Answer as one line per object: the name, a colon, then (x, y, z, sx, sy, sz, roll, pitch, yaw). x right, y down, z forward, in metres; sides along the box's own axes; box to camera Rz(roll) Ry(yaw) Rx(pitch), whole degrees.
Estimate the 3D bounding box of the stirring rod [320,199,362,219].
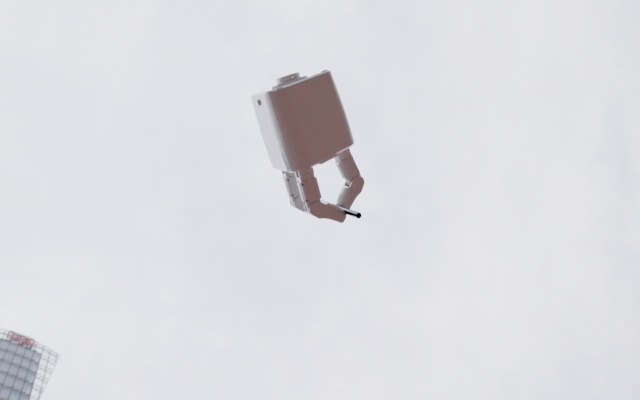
stirring rod: (0.000, 0.002, 0.721, 0.011, 0.011, 0.239, 0, 8, -24)
